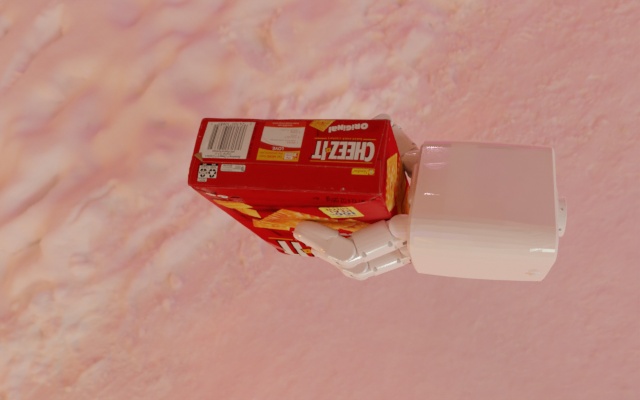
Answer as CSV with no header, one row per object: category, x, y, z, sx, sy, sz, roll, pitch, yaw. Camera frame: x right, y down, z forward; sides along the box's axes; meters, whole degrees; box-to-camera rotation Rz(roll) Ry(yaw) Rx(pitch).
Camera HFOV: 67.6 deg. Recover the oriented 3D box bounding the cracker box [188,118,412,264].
cracker box,0.000,0.001,0.460,0.164,0.072,0.214,3,-20,18
